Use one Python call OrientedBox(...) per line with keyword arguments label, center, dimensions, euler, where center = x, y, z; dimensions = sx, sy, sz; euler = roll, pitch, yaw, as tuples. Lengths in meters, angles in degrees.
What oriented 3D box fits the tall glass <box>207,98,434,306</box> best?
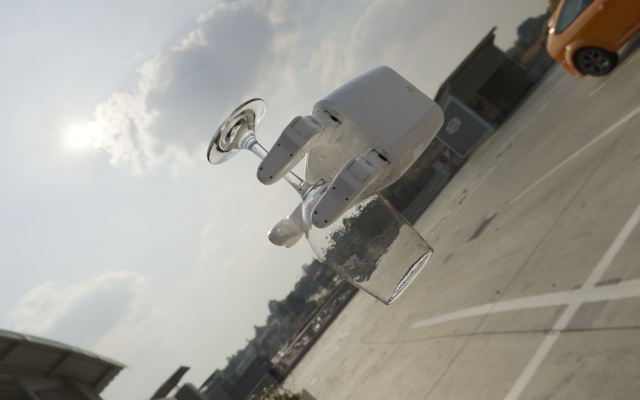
OrientedBox(label="tall glass", center=(-0.001, 0.001, 0.415), dimensions=(0.201, 0.079, 0.079), euler=(40, 7, 8))
